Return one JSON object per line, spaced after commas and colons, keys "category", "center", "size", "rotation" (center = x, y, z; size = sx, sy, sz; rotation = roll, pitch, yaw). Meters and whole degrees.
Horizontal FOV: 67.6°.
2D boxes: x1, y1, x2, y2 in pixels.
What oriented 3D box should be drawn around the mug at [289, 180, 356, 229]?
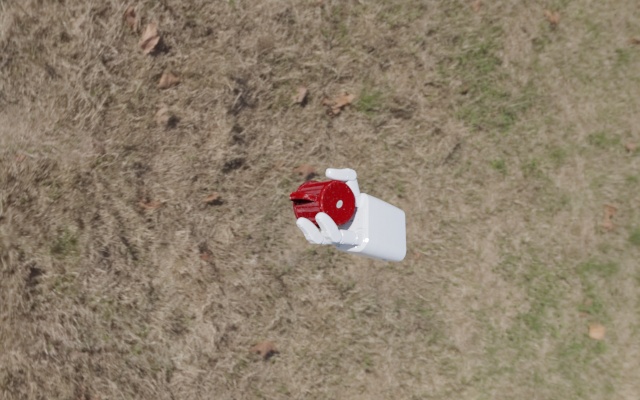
{"category": "mug", "center": [-0.001, 0.002, 0.863], "size": [0.117, 0.093, 0.081], "rotation": [19, -14, -33]}
